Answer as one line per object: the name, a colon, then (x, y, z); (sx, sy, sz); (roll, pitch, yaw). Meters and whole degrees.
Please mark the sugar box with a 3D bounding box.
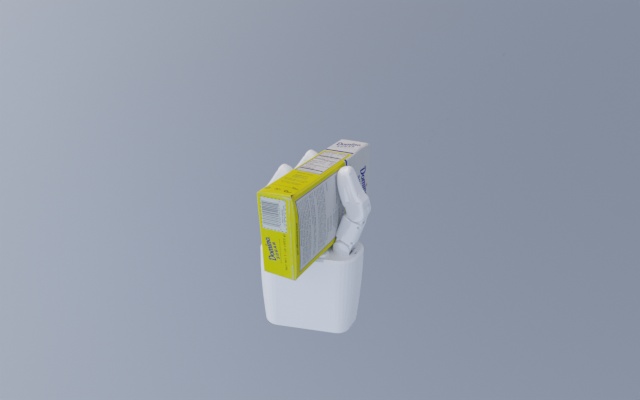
sugar box: (0.000, 0.002, 0.529); (0.048, 0.093, 0.176); (11, 28, 25)
